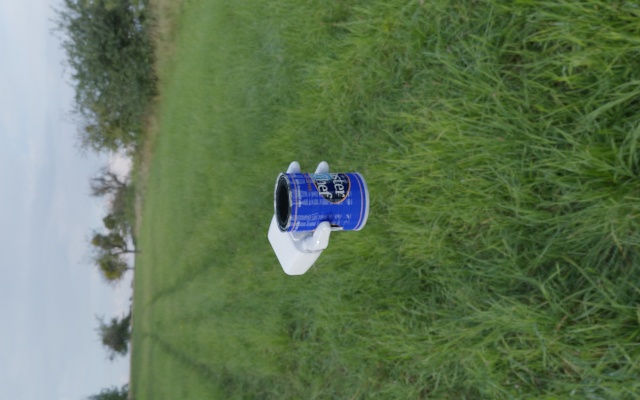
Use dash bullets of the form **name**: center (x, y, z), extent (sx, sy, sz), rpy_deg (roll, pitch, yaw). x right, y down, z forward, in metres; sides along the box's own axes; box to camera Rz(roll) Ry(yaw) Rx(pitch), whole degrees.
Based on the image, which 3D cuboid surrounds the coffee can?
- **coffee can**: center (0.000, 0.003, 0.826), extent (0.140, 0.103, 0.103), rpy_deg (-1, 0, -20)
